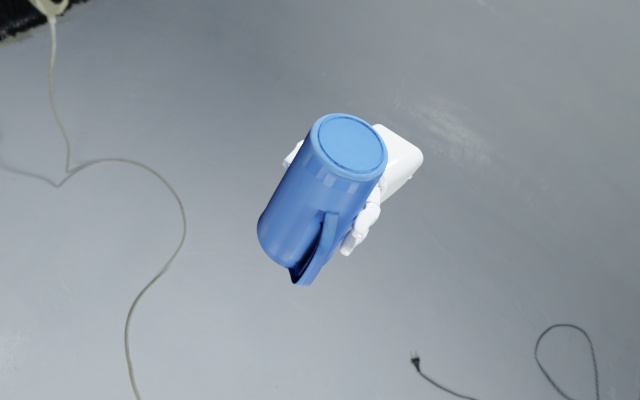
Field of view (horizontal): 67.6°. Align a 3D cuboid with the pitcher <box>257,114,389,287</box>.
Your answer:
[{"bbox_3d":[0.000,0.002,0.679,0.145,0.149,0.243,-33,-16,-36],"label":"pitcher"}]
